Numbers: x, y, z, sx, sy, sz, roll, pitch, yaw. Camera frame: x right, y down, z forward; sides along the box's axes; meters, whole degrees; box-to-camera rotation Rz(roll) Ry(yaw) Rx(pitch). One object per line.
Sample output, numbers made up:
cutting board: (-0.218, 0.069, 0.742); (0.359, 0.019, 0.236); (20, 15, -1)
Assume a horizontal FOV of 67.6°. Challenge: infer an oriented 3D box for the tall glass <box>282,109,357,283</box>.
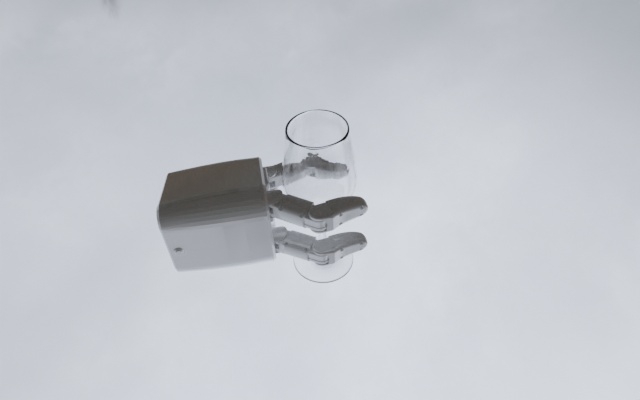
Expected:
tall glass: (0.000, 0.002, 0.523); (0.079, 0.201, 0.079); (-1, 45, 1)
